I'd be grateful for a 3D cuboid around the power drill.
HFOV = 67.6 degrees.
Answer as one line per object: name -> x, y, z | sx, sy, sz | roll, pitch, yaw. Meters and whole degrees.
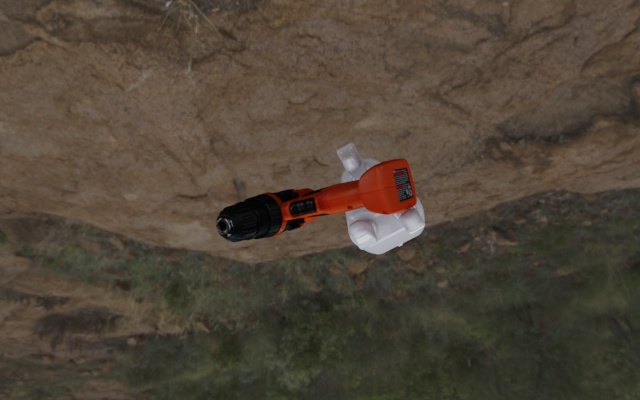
power drill -> 0.001, 0.002, 0.538 | 0.187, 0.057, 0.184 | -11, 3, 30
